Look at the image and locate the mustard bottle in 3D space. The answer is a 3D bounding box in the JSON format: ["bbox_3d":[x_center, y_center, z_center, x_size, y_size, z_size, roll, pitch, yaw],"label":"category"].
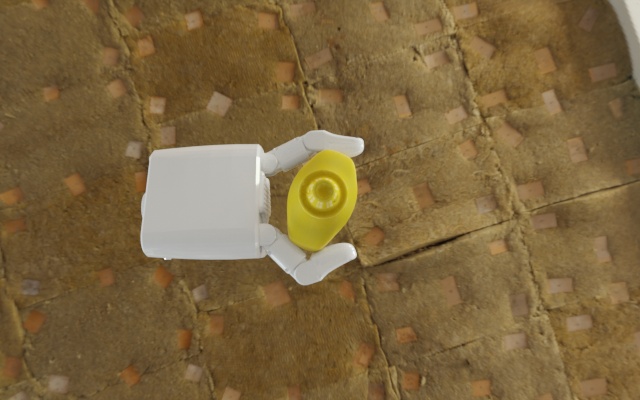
[{"bbox_3d":[0.000,0.002,0.461,0.058,0.096,0.191,23,-6,1],"label":"mustard bottle"}]
